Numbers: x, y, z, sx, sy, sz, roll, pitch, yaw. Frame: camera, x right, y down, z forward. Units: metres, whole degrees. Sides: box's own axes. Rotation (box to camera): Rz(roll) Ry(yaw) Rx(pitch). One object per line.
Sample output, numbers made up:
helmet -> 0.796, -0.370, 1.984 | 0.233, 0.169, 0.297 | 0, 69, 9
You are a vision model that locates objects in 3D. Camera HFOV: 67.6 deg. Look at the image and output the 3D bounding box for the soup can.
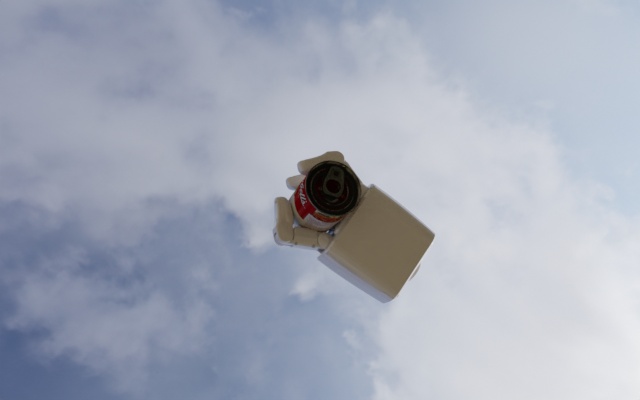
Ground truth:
soup can -> 0.000, 0.002, 0.586 | 0.068, 0.068, 0.102 | 0, -19, -19
